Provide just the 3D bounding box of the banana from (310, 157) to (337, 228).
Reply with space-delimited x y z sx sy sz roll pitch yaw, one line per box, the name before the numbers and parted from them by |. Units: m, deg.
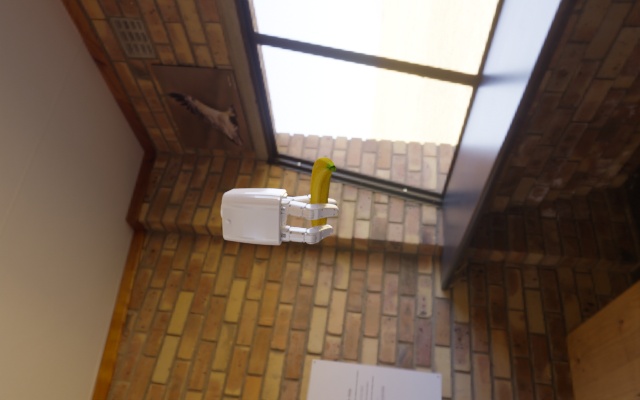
banana | 0.000 -0.013 0.879 0.037 0.069 0.198 2 -42 -5
